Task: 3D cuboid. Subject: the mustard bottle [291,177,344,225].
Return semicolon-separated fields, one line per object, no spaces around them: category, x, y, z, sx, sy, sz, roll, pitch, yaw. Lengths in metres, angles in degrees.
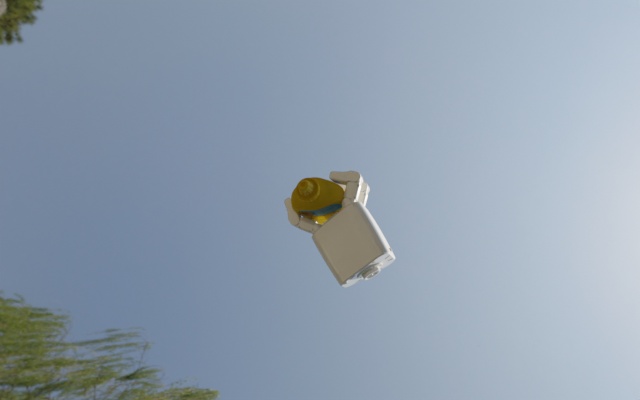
mustard bottle;0.000;0.003;0.860;0.096;0.058;0.192;-10;-19;15
